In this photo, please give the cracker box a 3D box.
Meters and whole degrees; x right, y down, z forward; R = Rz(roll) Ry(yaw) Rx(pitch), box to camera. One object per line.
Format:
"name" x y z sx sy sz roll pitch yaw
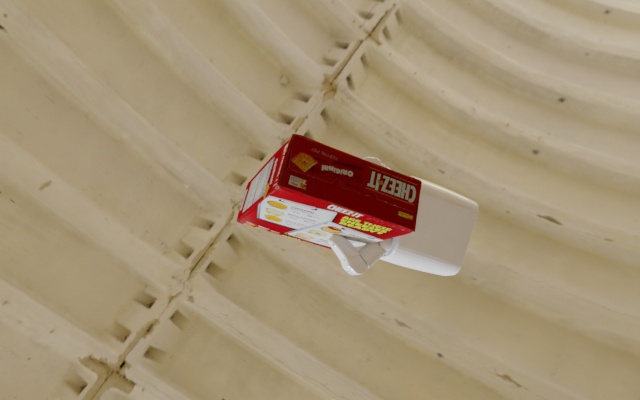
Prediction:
"cracker box" 0.000 0.002 0.604 0.164 0.072 0.214 18 -18 -17
